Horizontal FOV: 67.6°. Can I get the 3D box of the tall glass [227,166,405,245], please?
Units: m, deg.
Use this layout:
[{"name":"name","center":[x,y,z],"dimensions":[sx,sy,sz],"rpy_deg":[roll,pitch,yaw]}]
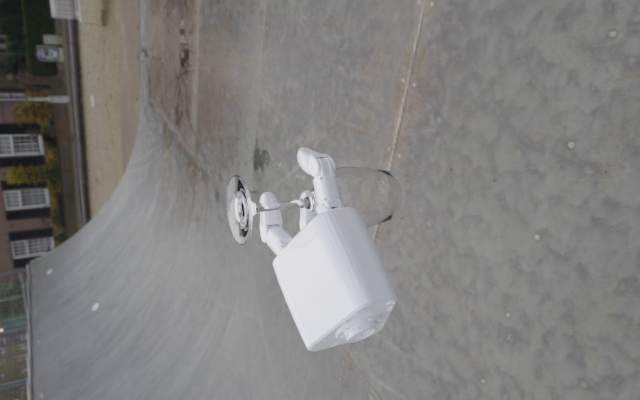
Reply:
[{"name":"tall glass","center":[-0.001,0.002,0.551],"dimensions":[0.201,0.079,0.079],"rpy_deg":[-6,3,-29]}]
